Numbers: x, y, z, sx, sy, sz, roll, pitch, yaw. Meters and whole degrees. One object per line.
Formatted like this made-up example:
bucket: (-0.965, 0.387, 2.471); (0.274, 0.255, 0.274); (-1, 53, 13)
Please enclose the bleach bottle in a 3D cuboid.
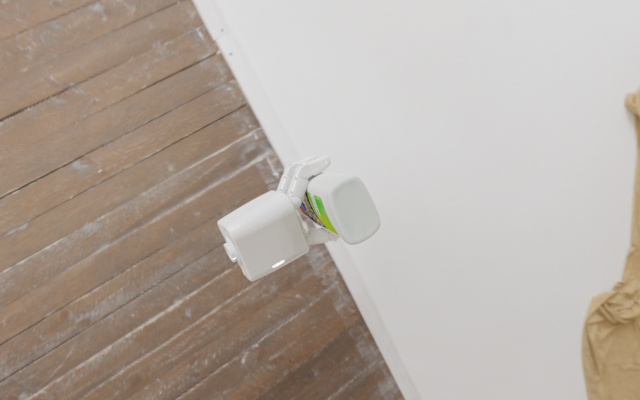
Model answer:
bleach bottle: (0.000, 0.002, 0.795); (0.068, 0.102, 0.251); (-30, 15, -18)
